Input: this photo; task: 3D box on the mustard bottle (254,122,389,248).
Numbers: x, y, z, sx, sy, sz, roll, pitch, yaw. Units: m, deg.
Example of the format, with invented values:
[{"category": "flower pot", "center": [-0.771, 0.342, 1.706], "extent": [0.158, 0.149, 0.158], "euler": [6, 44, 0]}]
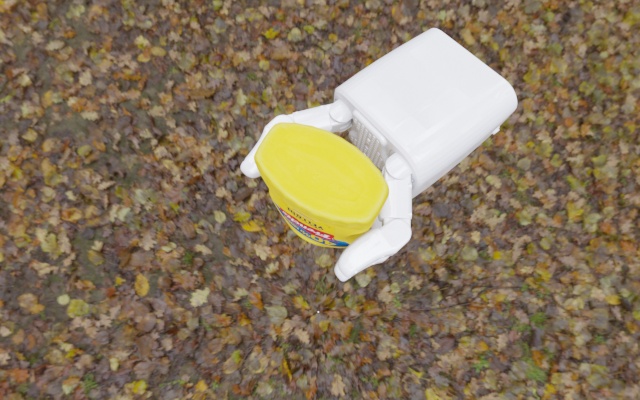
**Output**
[{"category": "mustard bottle", "center": [0.000, 0.002, 0.412], "extent": [0.096, 0.058, 0.192], "euler": [29, -12, 6]}]
